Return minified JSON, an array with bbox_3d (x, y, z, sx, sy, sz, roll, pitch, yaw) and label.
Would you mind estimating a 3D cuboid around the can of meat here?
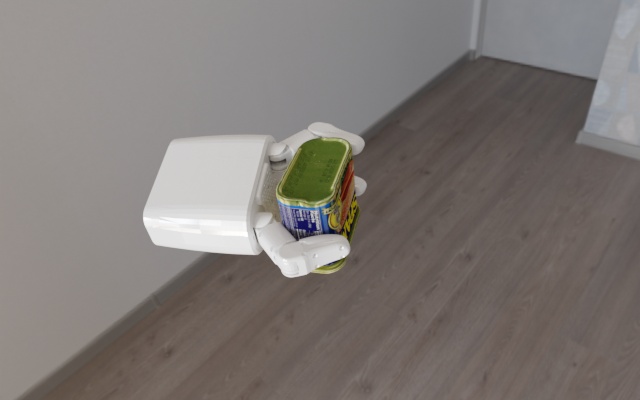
[{"bbox_3d":[0.000,0.001,0.446,0.057,0.084,0.102,5,42,16],"label":"can of meat"}]
